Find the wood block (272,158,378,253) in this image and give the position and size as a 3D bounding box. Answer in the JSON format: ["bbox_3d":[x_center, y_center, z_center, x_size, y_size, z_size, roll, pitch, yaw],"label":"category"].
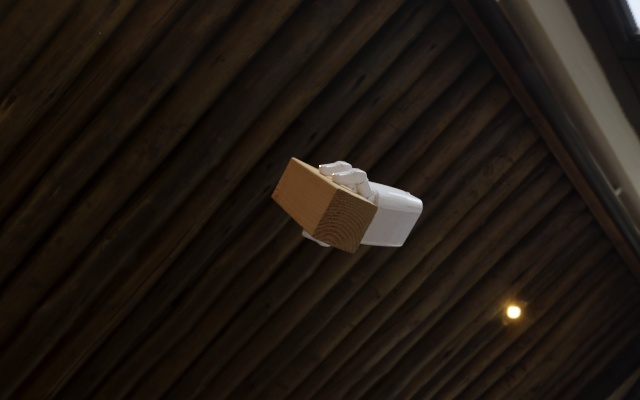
[{"bbox_3d":[0.000,0.003,0.849,0.090,0.091,0.206,24,7,-29],"label":"wood block"}]
